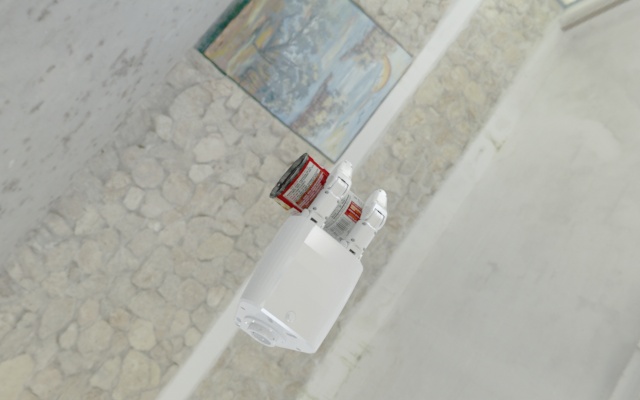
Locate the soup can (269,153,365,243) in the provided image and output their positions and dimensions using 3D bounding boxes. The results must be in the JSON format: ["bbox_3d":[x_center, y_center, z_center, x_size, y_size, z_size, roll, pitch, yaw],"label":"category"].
[{"bbox_3d":[0.000,0.002,0.565,0.102,0.068,0.068,40,-10,-12],"label":"soup can"}]
